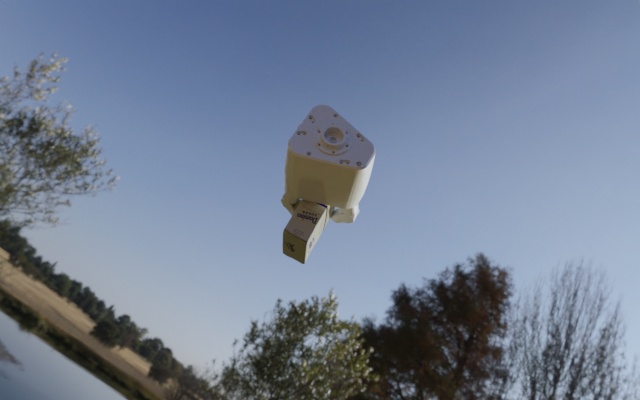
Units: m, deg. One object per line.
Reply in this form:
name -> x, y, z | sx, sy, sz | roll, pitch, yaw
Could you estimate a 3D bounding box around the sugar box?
sugar box -> 0.000, 0.002, 0.736 | 0.048, 0.176, 0.093 | 28, -27, 10
